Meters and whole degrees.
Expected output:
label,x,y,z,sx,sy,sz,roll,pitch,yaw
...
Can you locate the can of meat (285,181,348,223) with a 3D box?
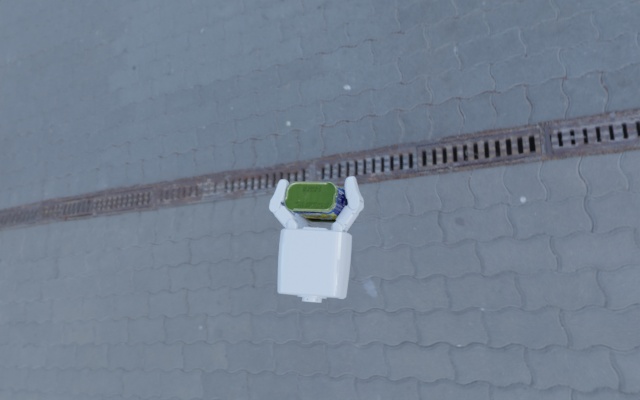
label,x,y,z,sx,sy,sz,roll,pitch,yaw
can of meat,0.000,0.003,0.820,0.102,0.057,0.084,1,-12,27
